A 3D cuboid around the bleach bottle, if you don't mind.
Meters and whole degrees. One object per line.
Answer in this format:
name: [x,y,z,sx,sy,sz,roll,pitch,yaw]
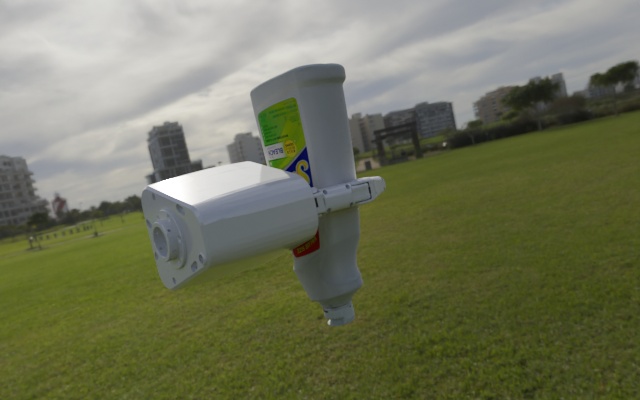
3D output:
bleach bottle: [0.000,0.002,0.477,0.068,0.251,0.102,-16,6,-40]
